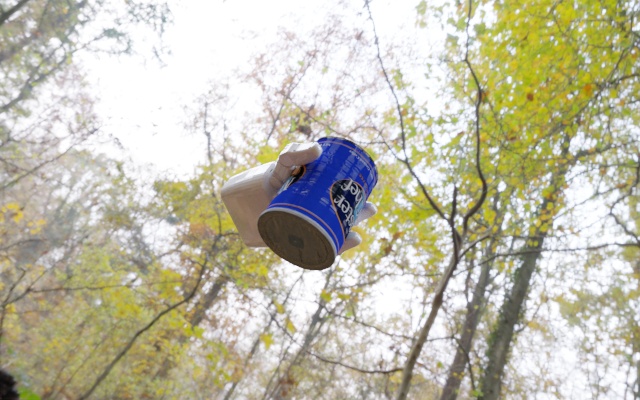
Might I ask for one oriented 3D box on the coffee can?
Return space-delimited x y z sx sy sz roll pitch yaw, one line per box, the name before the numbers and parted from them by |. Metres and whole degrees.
coffee can | 0.000 0.002 0.599 0.103 0.103 0.140 0 43 36
